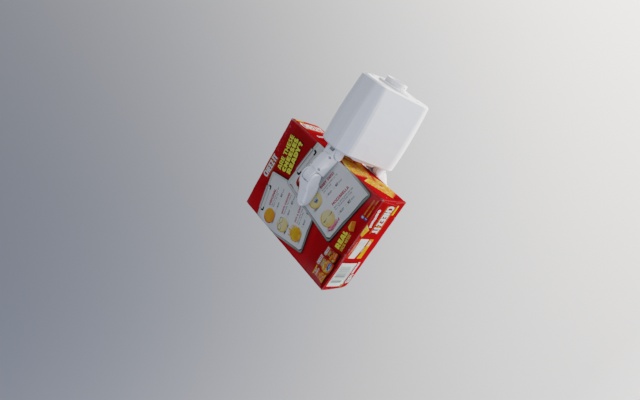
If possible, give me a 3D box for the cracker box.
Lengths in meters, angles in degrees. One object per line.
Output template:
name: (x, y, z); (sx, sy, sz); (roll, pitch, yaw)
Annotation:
cracker box: (0.000, 0.002, 0.725); (0.072, 0.164, 0.213); (6, 32, -50)
